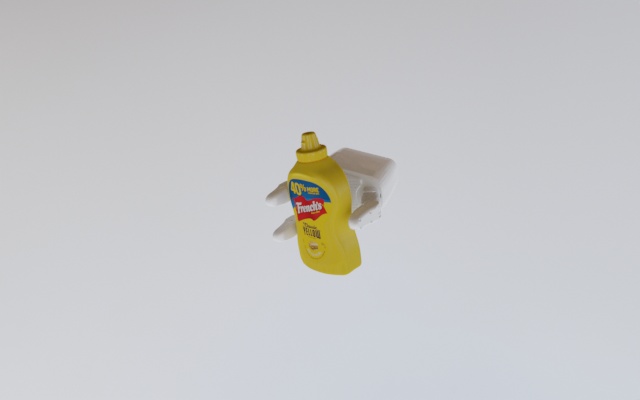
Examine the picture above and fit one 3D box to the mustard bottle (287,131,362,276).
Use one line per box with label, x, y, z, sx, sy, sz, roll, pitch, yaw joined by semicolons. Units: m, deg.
mustard bottle;0.000;0.002;0.641;0.058;0.192;0.096;-26;26;-38
